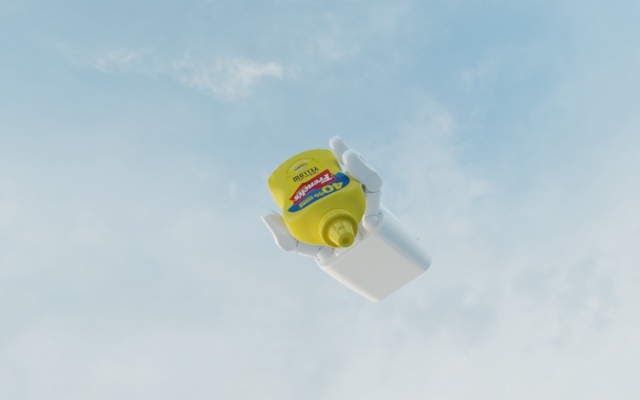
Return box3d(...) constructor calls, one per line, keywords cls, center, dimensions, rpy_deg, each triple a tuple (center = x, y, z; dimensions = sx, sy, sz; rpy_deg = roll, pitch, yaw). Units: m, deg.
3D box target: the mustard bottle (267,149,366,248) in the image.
box3d(cls="mustard bottle", center=(0.000, 0.001, 0.558), dimensions=(0.096, 0.058, 0.191), rpy_deg=(-26, 29, -4))
